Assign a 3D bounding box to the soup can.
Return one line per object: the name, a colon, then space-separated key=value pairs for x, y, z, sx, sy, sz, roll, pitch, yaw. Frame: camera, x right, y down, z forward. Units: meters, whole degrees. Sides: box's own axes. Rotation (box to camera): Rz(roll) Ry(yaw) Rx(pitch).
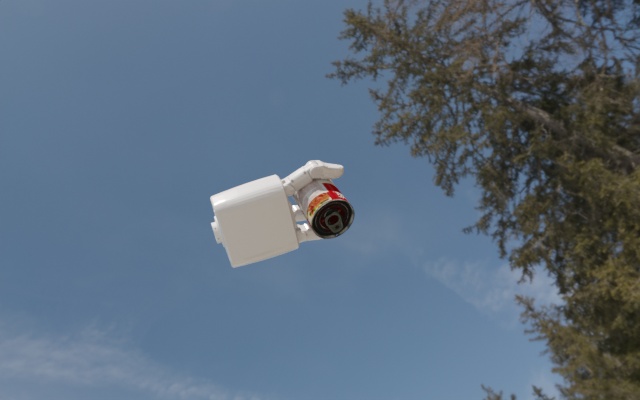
soup can: x=0.000 y=0.002 z=0.730 sx=0.068 sy=0.068 sz=0.102 roll=0 pitch=31 yaw=-25
